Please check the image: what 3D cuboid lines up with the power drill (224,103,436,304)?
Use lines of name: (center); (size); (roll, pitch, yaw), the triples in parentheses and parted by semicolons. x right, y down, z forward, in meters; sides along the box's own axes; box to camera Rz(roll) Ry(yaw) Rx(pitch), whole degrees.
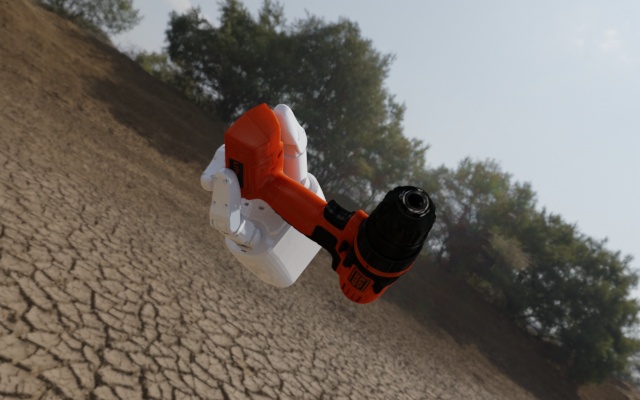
power drill: (0.000, 0.001, 0.413); (0.057, 0.187, 0.184); (-42, -15, -27)
